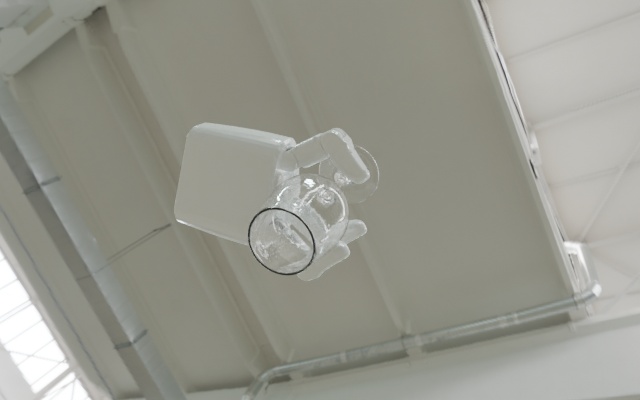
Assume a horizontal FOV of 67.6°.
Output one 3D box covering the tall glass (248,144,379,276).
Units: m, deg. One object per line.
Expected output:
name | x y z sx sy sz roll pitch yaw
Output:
tall glass | 0.000 0.001 0.482 0.079 0.079 0.201 0 20 21
